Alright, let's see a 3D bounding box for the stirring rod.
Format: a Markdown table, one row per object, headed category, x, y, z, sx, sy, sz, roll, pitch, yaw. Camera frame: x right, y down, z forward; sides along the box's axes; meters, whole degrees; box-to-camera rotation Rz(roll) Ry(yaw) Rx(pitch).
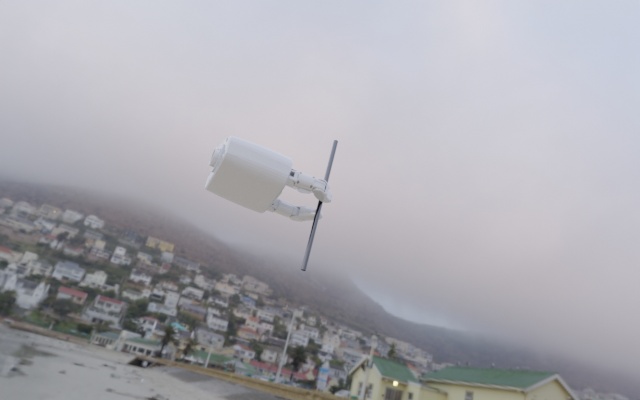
| category | x | y | z | sx | sy | sz | roll | pitch | yaw |
| --- | --- | --- | --- | --- | --- | --- | --- | --- | --- |
| stirring rod | 0.000 | 0.003 | 0.804 | 0.011 | 0.239 | 0.011 | 12 | -22 | 5 |
